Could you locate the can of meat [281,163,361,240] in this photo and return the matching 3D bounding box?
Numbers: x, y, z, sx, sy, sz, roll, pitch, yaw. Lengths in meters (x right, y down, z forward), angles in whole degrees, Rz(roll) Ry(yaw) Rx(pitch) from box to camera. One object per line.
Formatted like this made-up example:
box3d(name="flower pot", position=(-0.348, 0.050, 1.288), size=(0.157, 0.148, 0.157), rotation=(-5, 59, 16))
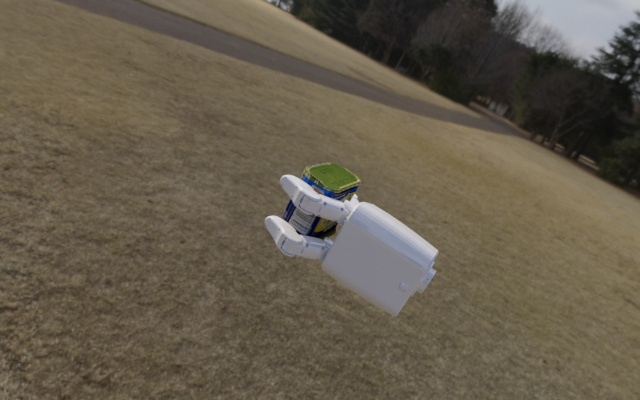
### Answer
box3d(name="can of meat", position=(0.000, 0.002, 0.608), size=(0.057, 0.084, 0.102), rotation=(35, 23, 16))
